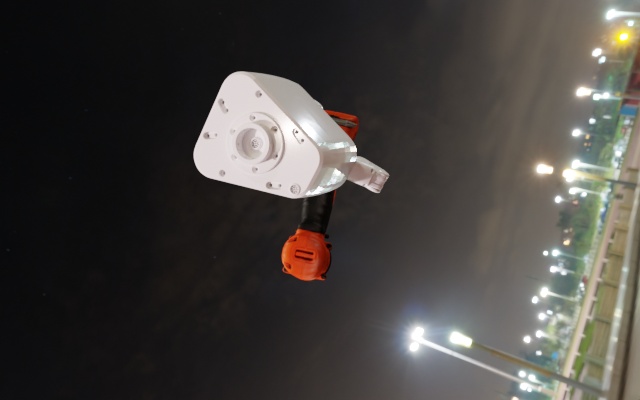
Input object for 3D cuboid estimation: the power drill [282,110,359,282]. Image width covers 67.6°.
[{"bbox_3d":[0.000,0.001,0.559,0.057,0.187,0.184,9,-8,1],"label":"power drill"}]
